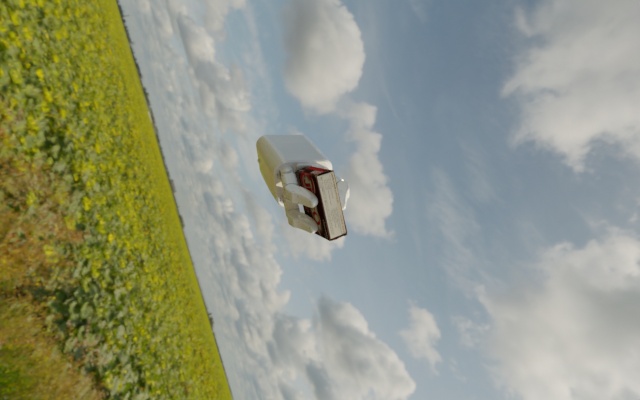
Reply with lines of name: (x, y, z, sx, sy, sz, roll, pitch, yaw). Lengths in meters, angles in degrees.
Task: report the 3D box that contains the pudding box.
pudding box: (0.000, 0.003, 0.791, 0.039, 0.113, 0.090, -20, 15, -19)
